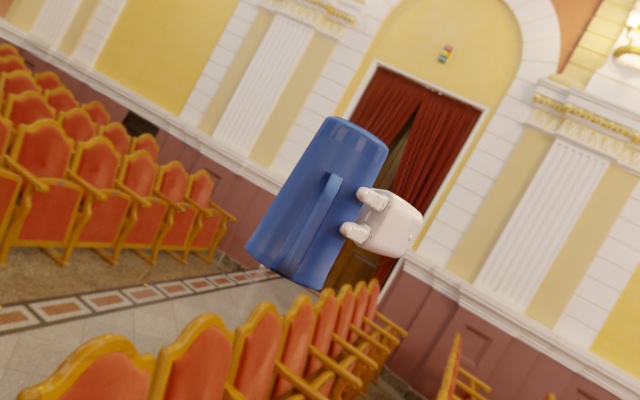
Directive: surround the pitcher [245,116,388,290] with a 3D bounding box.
[{"bbox_3d":[0.000,0.002,0.709,0.149,0.243,0.145,32,4,43],"label":"pitcher"}]
